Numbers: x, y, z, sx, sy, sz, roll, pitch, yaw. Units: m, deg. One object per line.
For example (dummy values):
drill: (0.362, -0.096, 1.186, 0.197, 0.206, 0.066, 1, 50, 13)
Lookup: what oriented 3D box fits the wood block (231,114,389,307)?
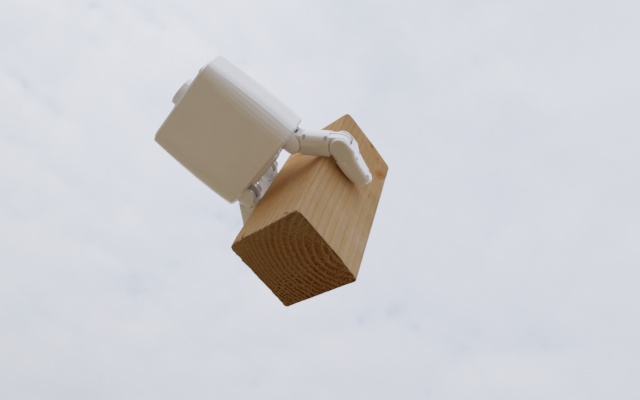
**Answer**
wood block: (0.000, 0.001, 0.518, 0.091, 0.090, 0.206, -27, 22, 31)
